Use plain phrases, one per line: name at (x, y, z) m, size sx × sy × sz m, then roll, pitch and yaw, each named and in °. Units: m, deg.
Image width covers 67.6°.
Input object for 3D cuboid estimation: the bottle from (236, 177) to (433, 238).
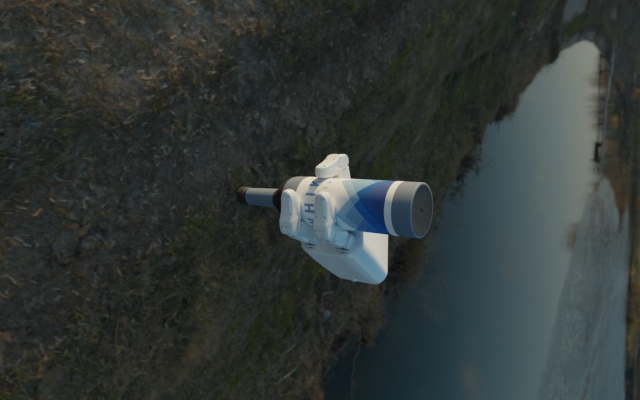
bottle at (0.000, 0.002, 0.647) m, size 0.295 × 0.069 × 0.069 m, roll 5°, pitch 3°, yaw 35°
